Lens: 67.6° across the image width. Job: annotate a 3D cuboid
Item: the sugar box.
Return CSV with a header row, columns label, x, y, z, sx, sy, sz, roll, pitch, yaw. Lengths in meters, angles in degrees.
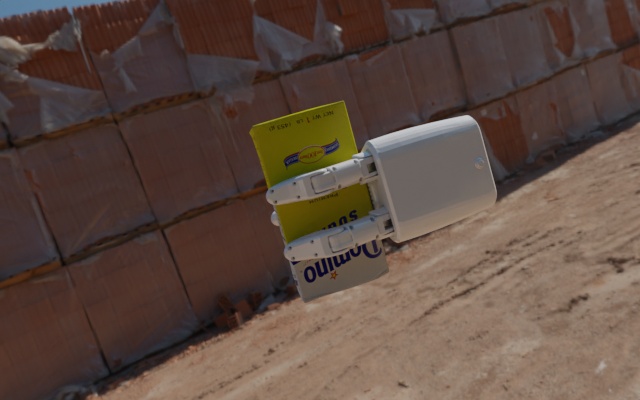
label,x,y,z,sx,sy,sz,roll,pitch,yaw
sugar box,0.000,0.001,0.468,0.093,0.176,0.048,-18,6,-8
